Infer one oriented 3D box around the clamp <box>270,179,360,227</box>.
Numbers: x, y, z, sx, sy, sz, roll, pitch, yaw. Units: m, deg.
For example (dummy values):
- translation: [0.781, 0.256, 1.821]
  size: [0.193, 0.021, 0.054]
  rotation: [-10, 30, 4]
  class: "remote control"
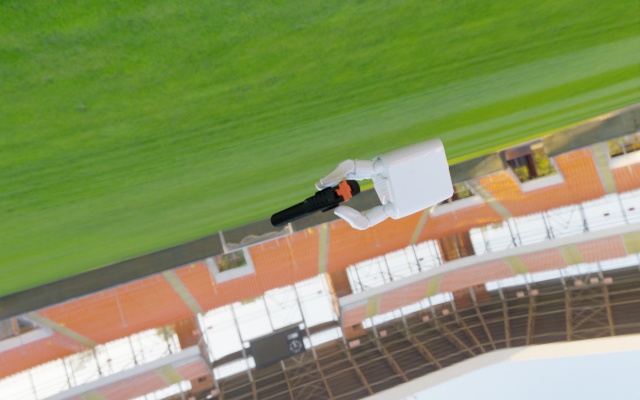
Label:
- translation: [0.001, 0.003, 0.778]
  size: [0.164, 0.036, 0.210]
  rotation: [-23, -1, -10]
  class: "clamp"
